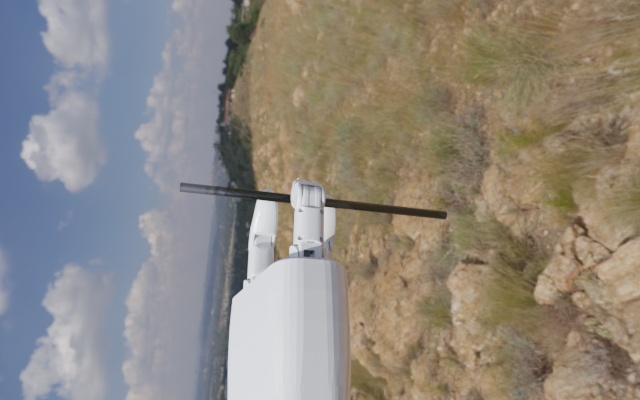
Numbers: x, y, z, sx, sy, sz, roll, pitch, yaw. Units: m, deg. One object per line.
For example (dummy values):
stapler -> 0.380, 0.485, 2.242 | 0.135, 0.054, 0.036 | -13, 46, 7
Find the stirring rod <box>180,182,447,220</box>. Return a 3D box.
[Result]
stirring rod -> 0.000, 0.001, 0.423 | 0.239, 0.011, 0.011 | 6, -1, -12
